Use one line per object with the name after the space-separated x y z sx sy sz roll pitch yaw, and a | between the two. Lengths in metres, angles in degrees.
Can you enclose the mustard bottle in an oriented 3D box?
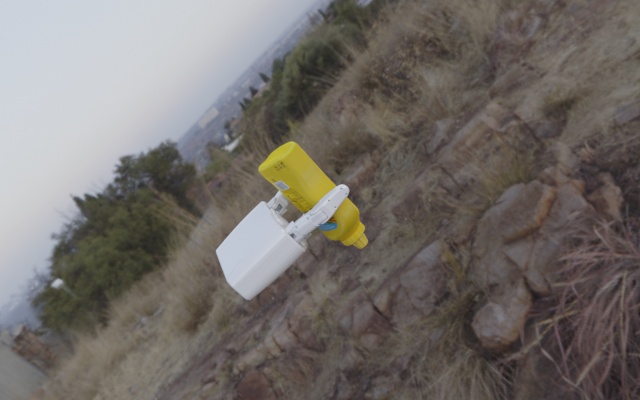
0.000 0.002 0.693 0.192 0.058 0.096 45 -24 -16 | mustard bottle
